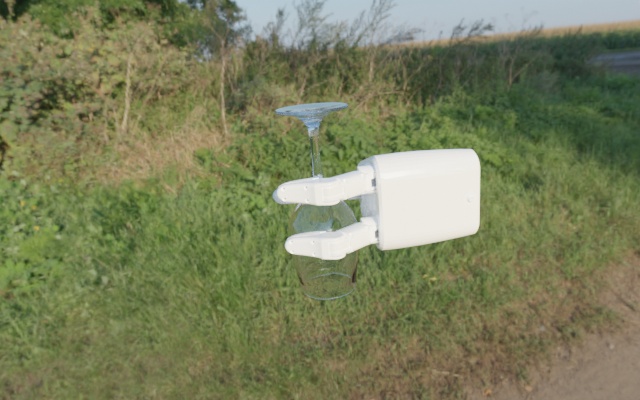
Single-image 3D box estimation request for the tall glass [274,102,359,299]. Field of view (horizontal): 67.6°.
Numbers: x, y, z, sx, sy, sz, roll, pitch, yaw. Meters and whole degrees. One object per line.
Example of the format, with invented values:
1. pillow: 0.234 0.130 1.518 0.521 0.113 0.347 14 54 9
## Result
1. tall glass: 0.000 0.001 0.507 0.079 0.201 0.079 -5 17 1
